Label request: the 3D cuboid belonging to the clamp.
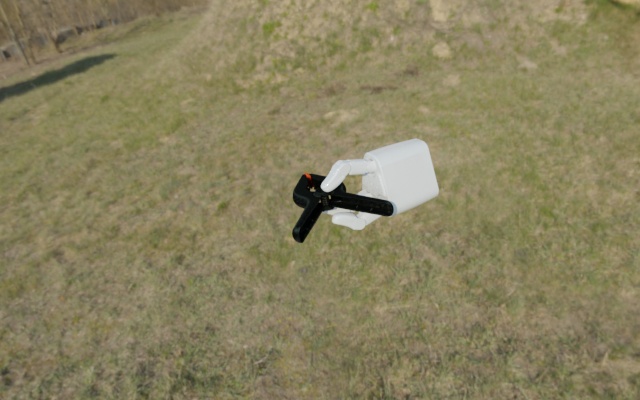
[{"bbox_3d":[0.000,0.002,0.800,0.164,0.036,0.210,-18,28,-20],"label":"clamp"}]
